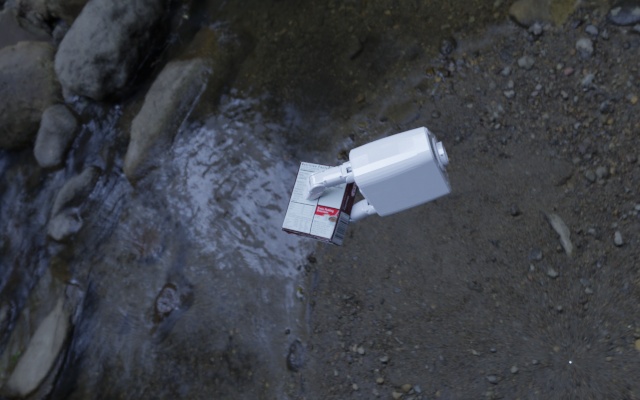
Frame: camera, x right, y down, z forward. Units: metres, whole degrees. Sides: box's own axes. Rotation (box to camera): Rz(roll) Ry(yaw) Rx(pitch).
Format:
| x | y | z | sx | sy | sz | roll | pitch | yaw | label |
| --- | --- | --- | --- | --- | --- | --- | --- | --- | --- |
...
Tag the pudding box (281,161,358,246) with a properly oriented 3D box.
| x | y | z | sx | sy | sz | roll | pitch | yaw | label |
| --- | --- | --- | --- | --- | --- | --- | --- | --- | --- |
| 0.000 | 0.002 | 0.709 | 0.090 | 0.113 | 0.039 | 11 | -12 | 29 | pudding box |
